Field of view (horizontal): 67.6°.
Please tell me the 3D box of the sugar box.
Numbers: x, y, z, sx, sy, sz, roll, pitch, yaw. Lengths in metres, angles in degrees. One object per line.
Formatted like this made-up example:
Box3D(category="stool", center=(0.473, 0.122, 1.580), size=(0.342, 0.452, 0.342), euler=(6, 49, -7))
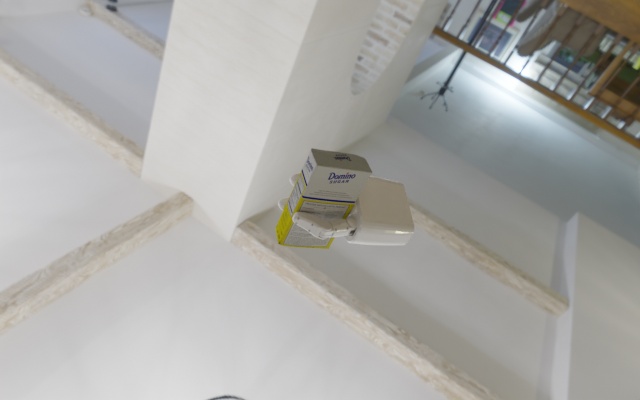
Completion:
Box3D(category="sugar box", center=(0.000, 0.002, 0.746), size=(0.093, 0.176, 0.048), euler=(6, 40, -26))
